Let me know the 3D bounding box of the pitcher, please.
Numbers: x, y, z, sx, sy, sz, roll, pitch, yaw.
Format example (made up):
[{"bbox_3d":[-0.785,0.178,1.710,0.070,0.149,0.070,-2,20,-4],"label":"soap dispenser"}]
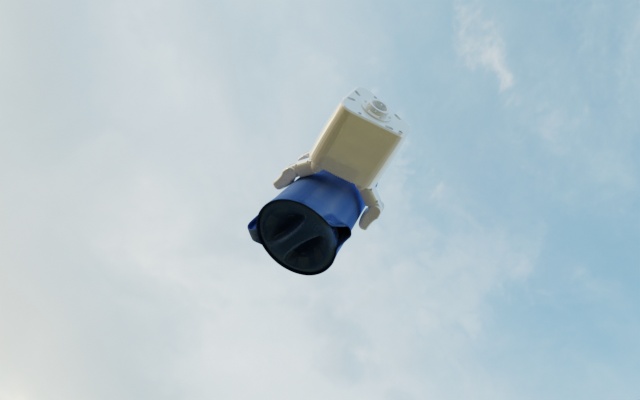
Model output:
[{"bbox_3d":[0.000,0.003,0.795,0.149,0.145,0.242,35,38,5],"label":"pitcher"}]
